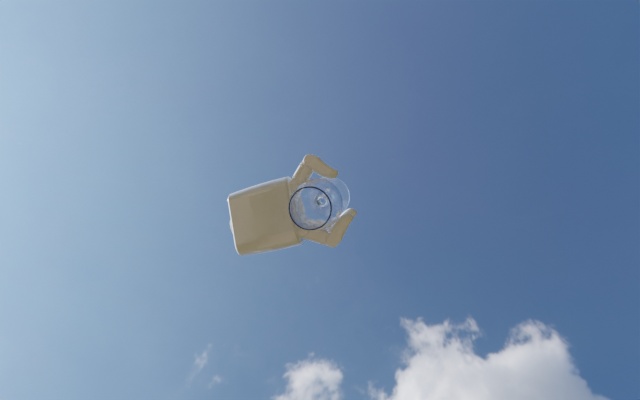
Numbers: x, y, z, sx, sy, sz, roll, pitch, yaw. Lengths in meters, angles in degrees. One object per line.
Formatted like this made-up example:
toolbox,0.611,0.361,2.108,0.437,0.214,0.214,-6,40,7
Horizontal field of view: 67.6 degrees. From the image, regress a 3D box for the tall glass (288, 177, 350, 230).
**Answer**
tall glass,0.000,0.002,0.760,0.079,0.079,0.201,0,5,8
